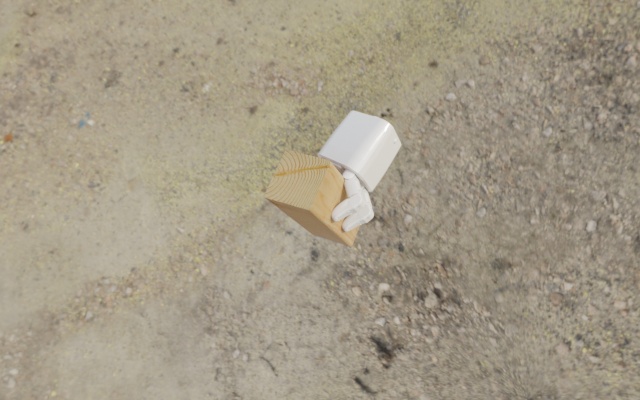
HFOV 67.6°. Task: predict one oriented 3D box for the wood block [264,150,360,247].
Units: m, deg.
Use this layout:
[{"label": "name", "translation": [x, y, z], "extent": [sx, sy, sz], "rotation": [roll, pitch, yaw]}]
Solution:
[{"label": "wood block", "translation": [0.000, 0.002, 0.842], "extent": [0.091, 0.090, 0.206], "rotation": [16, -14, 28]}]
